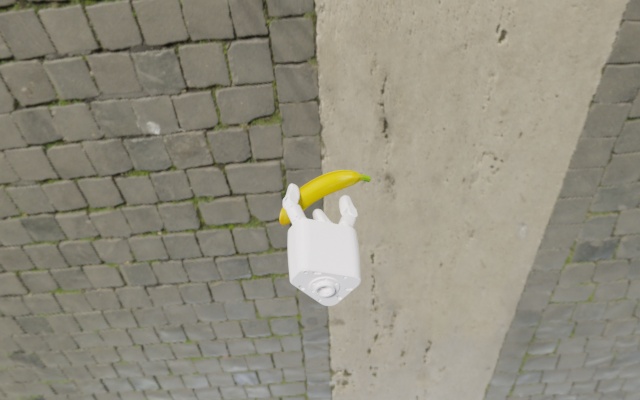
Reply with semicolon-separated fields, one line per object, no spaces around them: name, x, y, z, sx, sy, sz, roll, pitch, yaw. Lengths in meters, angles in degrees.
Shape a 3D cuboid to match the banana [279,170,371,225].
banana;-0.006;-0.009;0.880;0.198;0.037;0.070;-26;-47;18
